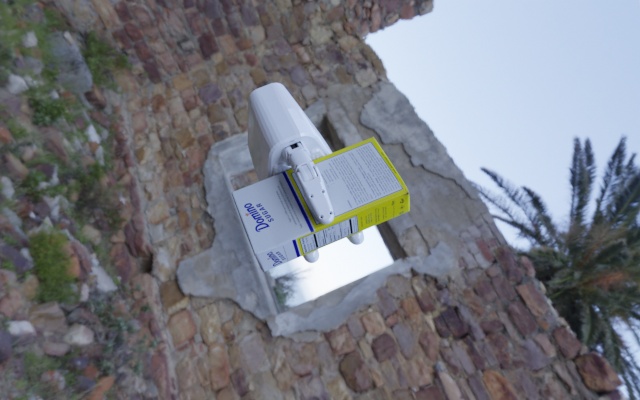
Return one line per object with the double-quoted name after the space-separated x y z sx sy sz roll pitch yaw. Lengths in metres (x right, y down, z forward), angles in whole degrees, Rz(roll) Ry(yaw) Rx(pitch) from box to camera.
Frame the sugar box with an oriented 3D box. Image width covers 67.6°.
0.000 0.002 0.529 0.176 0.093 0.048 -23 -37 -5 "sugar box"
